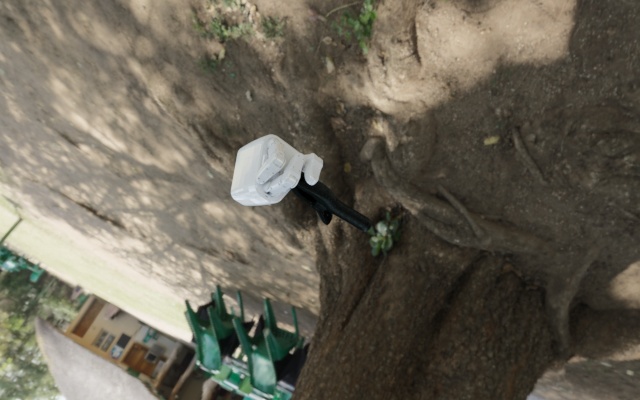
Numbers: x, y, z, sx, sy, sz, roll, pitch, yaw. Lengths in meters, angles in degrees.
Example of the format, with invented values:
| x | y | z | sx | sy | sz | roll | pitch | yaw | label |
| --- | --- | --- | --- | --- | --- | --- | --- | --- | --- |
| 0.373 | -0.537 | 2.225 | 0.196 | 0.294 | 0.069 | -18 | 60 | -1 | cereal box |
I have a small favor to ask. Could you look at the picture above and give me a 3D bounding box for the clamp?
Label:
| x | y | z | sx | sy | sz | roll | pitch | yaw | label |
| --- | --- | --- | --- | --- | --- | --- | --- | --- | --- |
| 0.000 | 0.003 | 0.849 | 0.171 | 0.039 | 0.120 | 40 | -27 | -26 | clamp |
